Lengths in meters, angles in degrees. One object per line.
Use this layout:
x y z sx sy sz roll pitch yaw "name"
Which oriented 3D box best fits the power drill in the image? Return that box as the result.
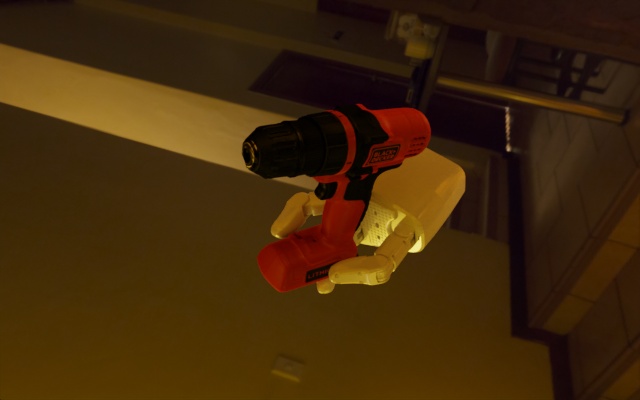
0.000 0.002 0.434 0.184 0.188 0.057 -11 50 -35 "power drill"
